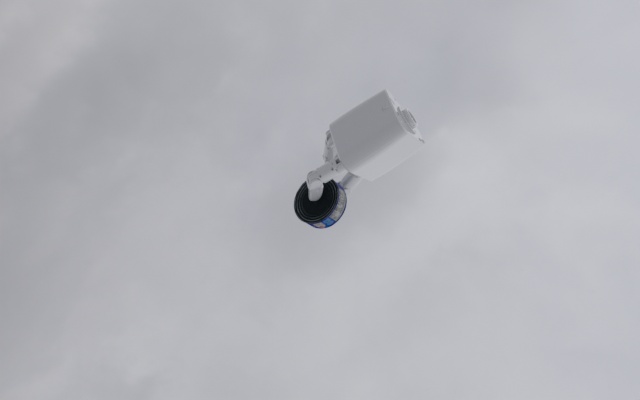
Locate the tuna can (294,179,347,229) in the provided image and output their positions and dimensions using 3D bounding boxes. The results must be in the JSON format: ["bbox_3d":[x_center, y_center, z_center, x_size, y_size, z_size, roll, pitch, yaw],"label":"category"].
[{"bbox_3d":[0.000,0.003,0.790,0.086,0.086,0.034,0,-21,34],"label":"tuna can"}]
